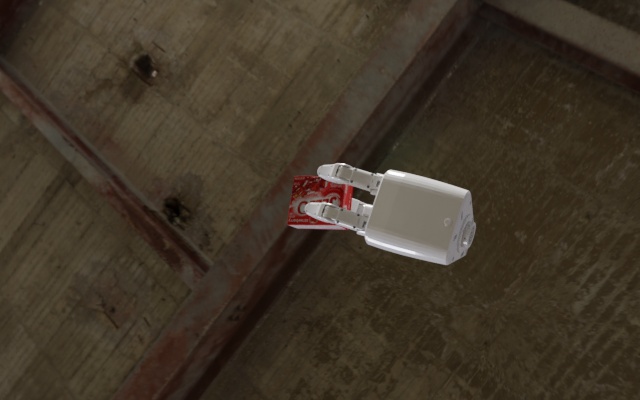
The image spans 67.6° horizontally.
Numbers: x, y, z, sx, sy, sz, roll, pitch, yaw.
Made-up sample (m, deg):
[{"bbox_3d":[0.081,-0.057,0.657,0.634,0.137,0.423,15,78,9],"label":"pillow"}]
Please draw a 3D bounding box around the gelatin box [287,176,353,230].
[{"bbox_3d":[0.000,0.002,0.670,0.089,0.073,0.030,-1,-15,32],"label":"gelatin box"}]
